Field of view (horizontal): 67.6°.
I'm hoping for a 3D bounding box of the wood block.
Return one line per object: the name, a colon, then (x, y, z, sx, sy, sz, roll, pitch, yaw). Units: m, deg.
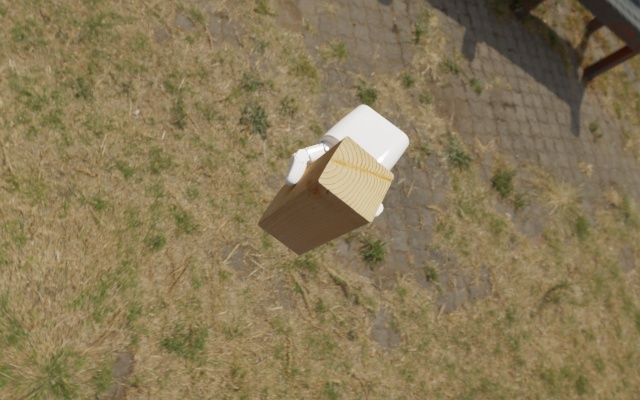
wood block: (0.000, 0.002, 0.706, 0.091, 0.090, 0.206, 38, -33, -12)
